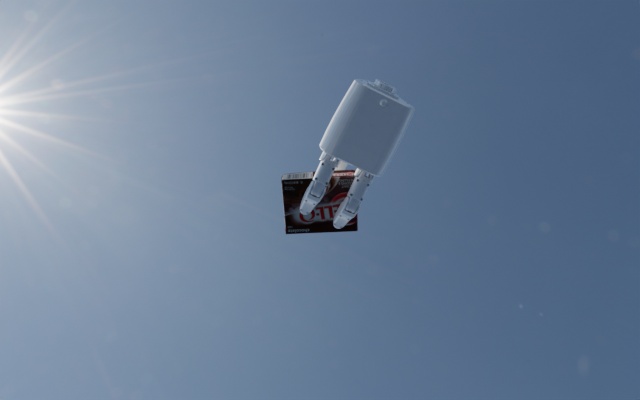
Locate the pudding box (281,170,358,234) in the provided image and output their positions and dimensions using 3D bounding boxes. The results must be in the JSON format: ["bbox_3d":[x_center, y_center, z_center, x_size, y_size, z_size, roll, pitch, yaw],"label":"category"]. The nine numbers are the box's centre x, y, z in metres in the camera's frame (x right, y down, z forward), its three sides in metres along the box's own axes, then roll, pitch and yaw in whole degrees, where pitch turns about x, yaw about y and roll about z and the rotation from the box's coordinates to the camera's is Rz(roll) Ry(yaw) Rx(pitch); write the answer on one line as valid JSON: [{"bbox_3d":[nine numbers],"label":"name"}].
[{"bbox_3d":[0.000,0.002,0.722,0.113,0.090,0.039,-2,22,2],"label":"pudding box"}]
